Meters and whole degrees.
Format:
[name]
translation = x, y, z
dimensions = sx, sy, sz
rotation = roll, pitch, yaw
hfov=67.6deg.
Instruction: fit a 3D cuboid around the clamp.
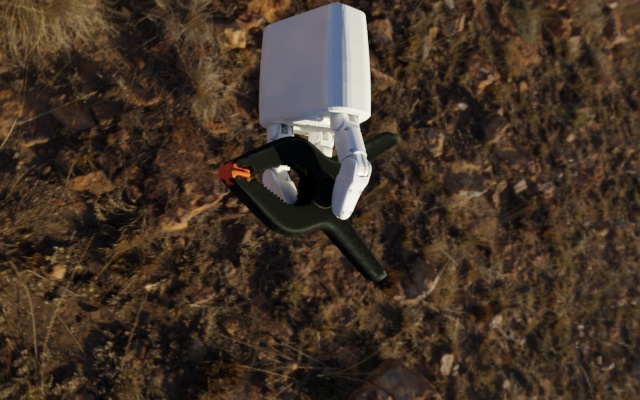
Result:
[clamp]
translation = 0.000, 0.001, 0.471
dimensions = 0.210, 0.164, 0.036
rotation = 3, -5, -38
